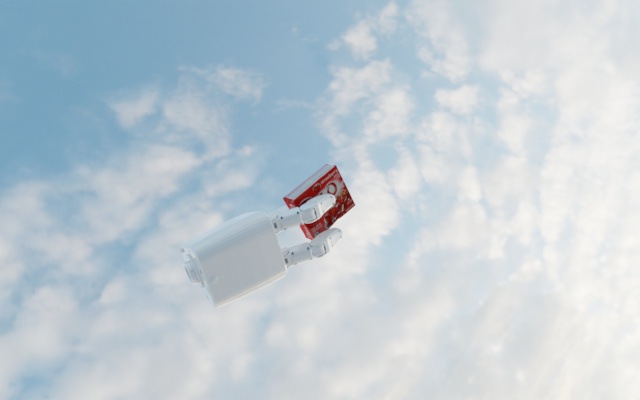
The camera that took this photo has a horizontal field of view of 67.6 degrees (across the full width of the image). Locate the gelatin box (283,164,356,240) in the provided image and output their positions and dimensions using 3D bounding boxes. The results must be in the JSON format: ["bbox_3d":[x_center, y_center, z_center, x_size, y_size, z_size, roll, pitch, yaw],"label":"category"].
[{"bbox_3d":[0.000,0.002,0.687,0.089,0.073,0.030,-40,29,-23],"label":"gelatin box"}]
